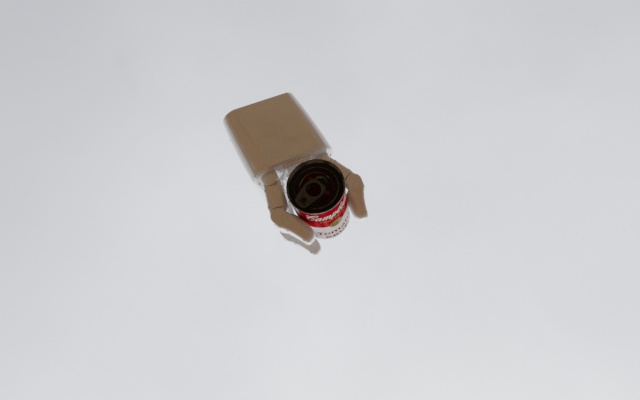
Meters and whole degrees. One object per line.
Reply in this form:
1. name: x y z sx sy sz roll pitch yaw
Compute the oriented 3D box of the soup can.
1. soup can: 0.000 0.002 0.586 0.068 0.068 0.102 0 -21 7
